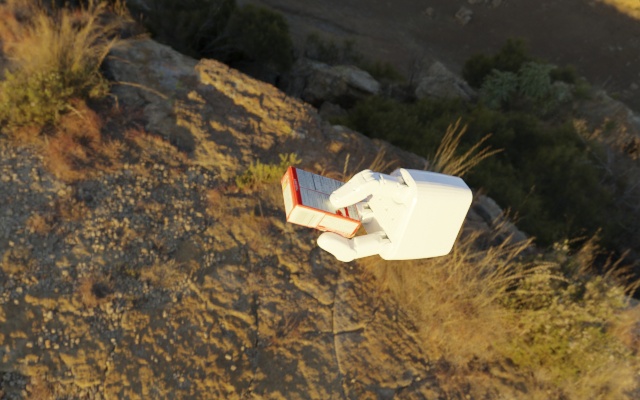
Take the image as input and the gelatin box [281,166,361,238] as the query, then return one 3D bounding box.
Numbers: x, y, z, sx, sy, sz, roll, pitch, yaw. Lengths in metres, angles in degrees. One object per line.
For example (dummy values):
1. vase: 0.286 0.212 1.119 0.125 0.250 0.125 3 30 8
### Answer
1. gelatin box: 0.000 0.001 0.579 0.089 0.030 0.073 16 37 -24
